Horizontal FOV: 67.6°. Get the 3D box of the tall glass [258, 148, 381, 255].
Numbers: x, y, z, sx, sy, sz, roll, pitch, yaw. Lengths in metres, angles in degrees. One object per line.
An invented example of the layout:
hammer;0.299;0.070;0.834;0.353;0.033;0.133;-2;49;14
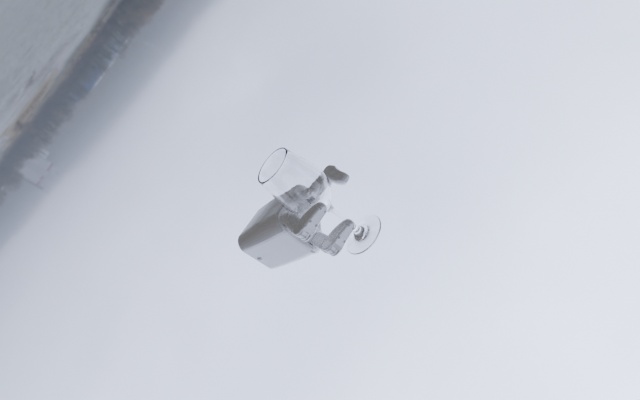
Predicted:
tall glass;0.001;0.003;0.727;0.201;0.079;0.079;38;-21;-29
